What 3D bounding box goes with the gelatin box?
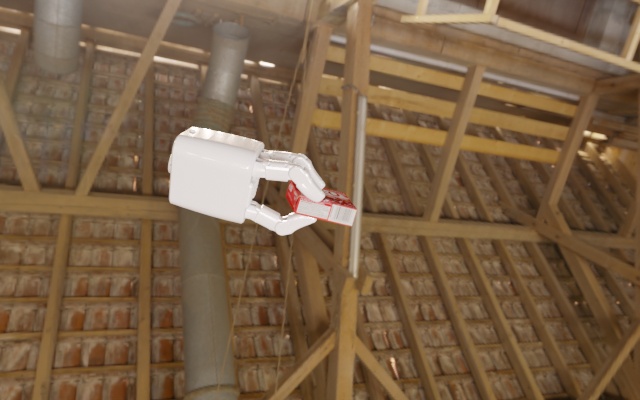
[{"bbox_3d":[0.000,0.003,0.681,0.089,0.030,0.073,14,15,-17],"label":"gelatin box"}]
